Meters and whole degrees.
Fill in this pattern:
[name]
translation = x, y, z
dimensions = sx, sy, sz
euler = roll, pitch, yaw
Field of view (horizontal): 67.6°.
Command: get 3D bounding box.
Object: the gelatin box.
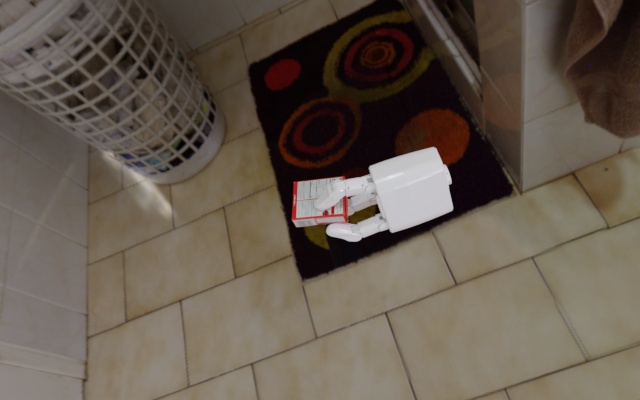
[gelatin box]
translation = 0.000, 0.002, 0.777
dimensions = 0.089, 0.073, 0.030
euler = -6, -30, 11
